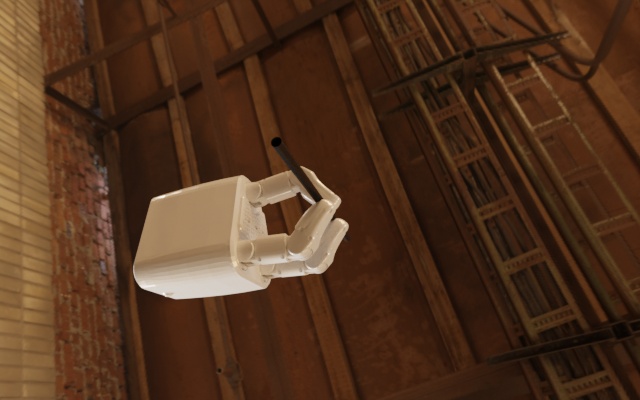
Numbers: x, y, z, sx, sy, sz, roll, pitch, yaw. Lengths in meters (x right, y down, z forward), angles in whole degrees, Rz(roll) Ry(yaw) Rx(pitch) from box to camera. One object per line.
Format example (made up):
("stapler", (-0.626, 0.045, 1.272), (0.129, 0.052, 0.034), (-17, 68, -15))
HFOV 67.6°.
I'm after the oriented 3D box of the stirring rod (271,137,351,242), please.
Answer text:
("stirring rod", (0.000, 0.001, 0.444), (0.011, 0.011, 0.240), (0, -21, 16))
